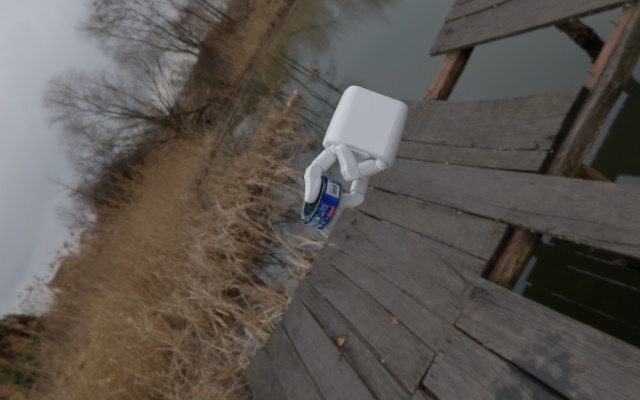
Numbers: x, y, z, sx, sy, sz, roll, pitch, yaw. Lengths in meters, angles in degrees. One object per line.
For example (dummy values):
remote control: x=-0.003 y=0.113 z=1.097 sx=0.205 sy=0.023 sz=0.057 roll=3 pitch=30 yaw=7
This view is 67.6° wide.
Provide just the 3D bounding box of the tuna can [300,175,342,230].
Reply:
tuna can: x=0.000 y=0.002 z=0.774 sx=0.034 sy=0.086 sz=0.086 roll=22 pitch=-8 yaw=-19
